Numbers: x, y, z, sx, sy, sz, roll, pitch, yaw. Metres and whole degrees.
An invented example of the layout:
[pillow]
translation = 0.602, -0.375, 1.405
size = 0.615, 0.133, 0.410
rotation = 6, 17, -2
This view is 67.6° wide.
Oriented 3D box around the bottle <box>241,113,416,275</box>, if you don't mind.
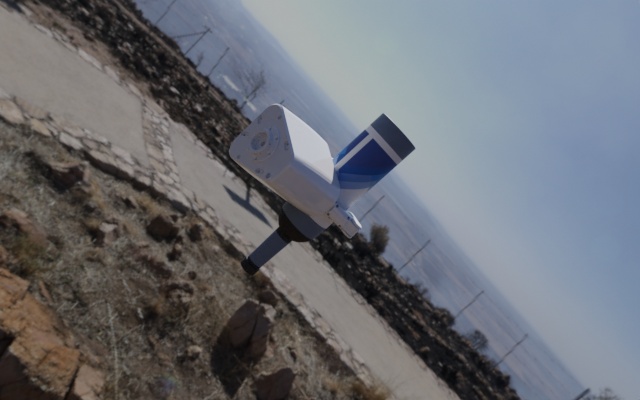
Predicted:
[bottle]
translation = 0.000, 0.002, 0.675
size = 0.296, 0.069, 0.069
rotation = -42, -9, 10
